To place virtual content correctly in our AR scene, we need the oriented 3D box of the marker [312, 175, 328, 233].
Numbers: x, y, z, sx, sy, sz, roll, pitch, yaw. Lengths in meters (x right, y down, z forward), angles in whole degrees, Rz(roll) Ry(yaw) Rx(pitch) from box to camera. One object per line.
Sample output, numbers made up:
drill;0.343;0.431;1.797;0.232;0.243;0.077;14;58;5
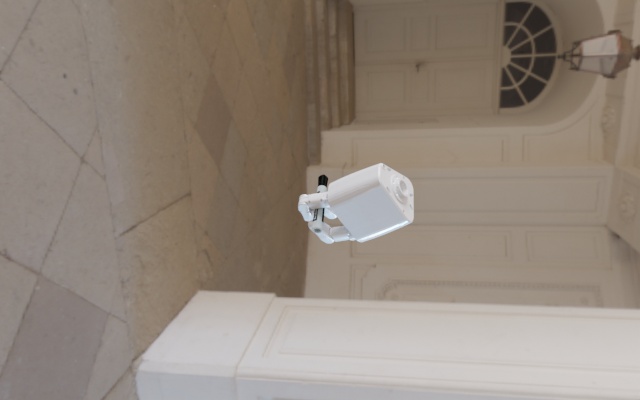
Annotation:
marker;0.000;0.003;0.847;0.020;0.121;0.020;5;-36;3
